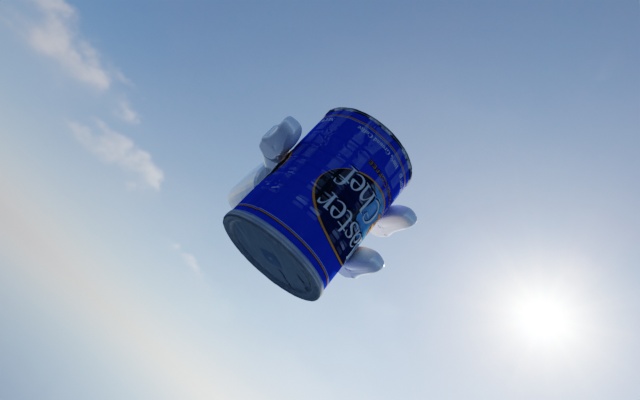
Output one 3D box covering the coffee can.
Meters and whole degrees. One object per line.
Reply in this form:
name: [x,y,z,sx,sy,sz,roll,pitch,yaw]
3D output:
coffee can: [0.000,0.001,0.419,0.140,0.103,0.103,-48,25,-25]
